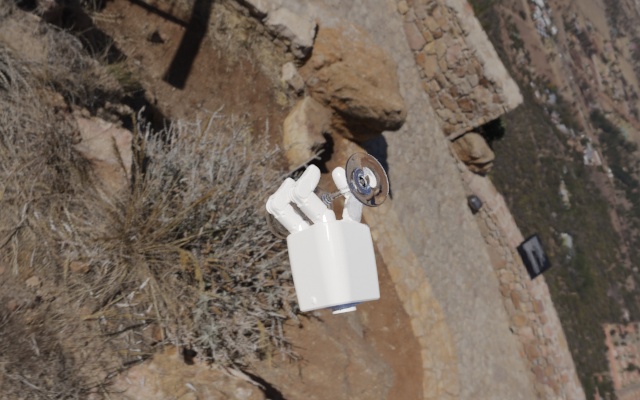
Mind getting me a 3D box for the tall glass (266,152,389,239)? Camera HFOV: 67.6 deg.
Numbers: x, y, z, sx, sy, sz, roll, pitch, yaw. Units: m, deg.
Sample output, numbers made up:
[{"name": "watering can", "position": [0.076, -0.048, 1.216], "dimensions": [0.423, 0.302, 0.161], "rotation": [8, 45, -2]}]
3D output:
[{"name": "tall glass", "position": [0.001, 0.002, 0.681], "dimensions": [0.079, 0.079, 0.201], "rotation": [0, -17, -39]}]
